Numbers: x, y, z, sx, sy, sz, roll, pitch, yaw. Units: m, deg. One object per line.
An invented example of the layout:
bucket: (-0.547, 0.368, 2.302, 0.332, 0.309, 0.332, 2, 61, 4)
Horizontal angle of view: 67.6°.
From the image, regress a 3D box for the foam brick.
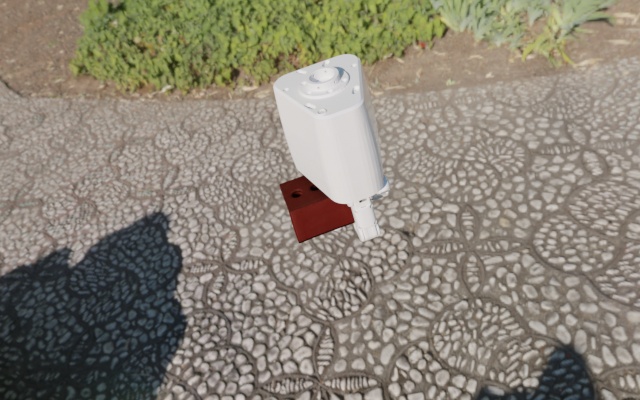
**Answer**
foam brick: (0.000, 0.002, 0.535, 0.078, 0.051, 0.053, -21, 43, -3)
